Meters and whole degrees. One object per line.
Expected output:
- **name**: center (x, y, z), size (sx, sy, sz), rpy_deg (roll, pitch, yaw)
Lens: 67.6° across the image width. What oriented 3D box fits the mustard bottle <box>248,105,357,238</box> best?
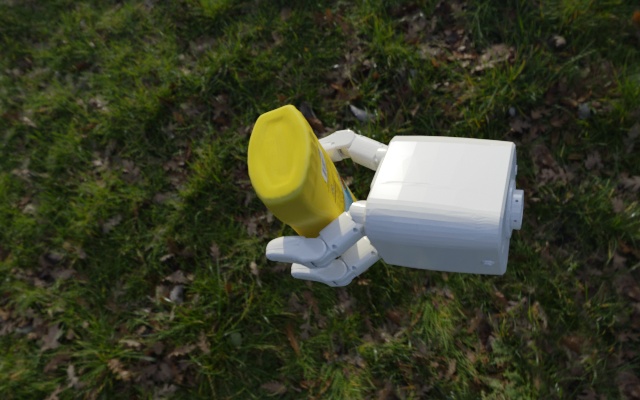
- **mustard bottle**: center (0.000, 0.001, 0.458), size (0.058, 0.096, 0.192), rpy_deg (-18, -32, 14)
